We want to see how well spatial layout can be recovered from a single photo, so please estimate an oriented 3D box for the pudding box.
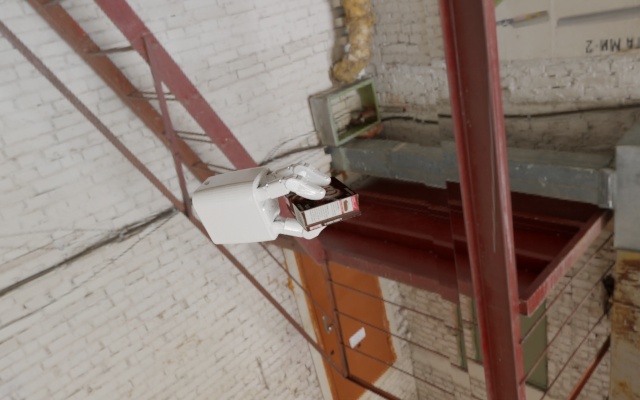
[{"bbox_3d":[0.000,0.003,0.738,0.090,0.039,0.113,-18,24,-12],"label":"pudding box"}]
